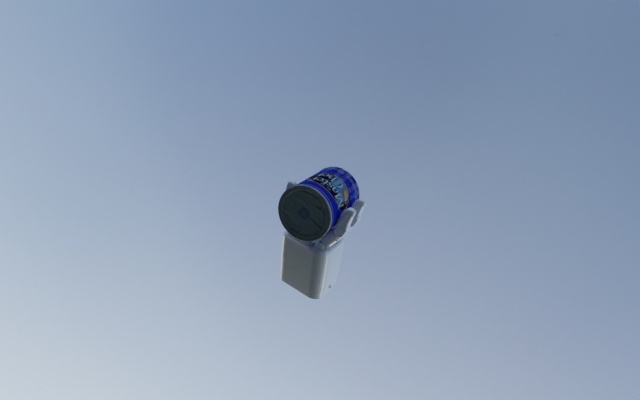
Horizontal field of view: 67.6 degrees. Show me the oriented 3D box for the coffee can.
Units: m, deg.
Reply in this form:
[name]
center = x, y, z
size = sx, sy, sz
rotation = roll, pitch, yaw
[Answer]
[coffee can]
center = 0.000, 0.003, 0.883
size = 0.103, 0.103, 0.140
rotation = 0, 17, 26
